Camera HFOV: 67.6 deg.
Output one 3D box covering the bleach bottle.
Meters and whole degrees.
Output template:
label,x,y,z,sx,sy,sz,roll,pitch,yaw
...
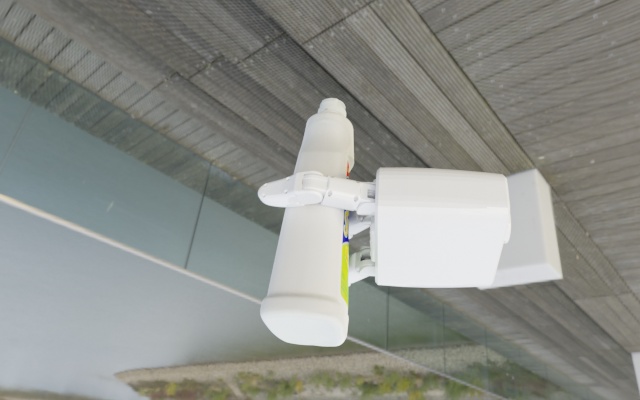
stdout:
label,x,y,z,sx,sy,sz,roll,pitch,yaw
bleach bottle,0.000,0.002,0.456,0.068,0.250,0.103,2,-29,8
